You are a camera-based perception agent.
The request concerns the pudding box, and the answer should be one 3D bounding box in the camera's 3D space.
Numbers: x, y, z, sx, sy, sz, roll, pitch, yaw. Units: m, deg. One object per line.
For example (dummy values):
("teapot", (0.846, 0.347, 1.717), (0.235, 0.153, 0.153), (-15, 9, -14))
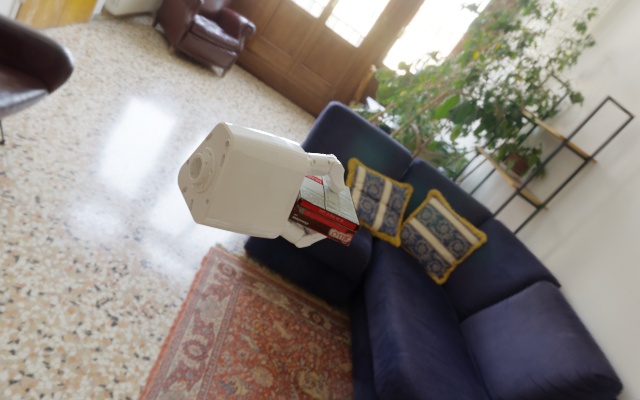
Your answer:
("pudding box", (0.000, 0.002, 0.628), (0.090, 0.039, 0.113), (27, 24, -18))
